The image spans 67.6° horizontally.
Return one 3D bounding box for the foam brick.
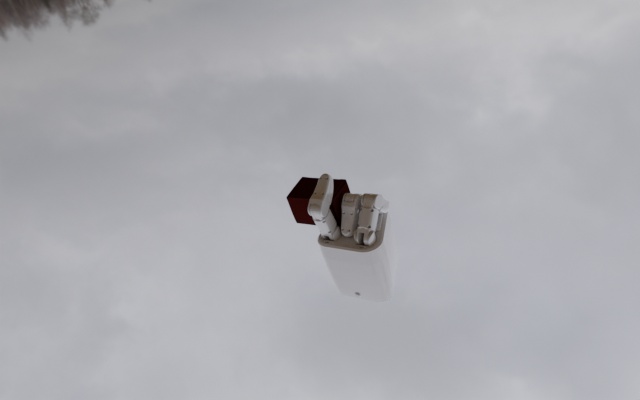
[{"bbox_3d":[0.000,0.002,0.695,0.078,0.051,0.053,6,41,33],"label":"foam brick"}]
